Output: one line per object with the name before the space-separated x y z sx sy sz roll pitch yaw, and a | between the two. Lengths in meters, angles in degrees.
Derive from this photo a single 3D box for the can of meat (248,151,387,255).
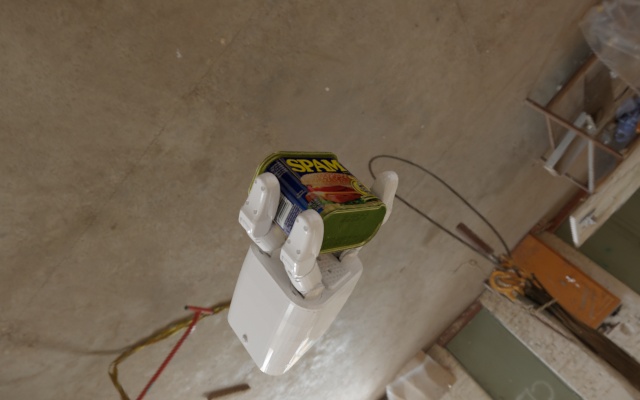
can of meat | 0.000 0.002 0.438 0.102 0.057 0.084 -5 41 -46
